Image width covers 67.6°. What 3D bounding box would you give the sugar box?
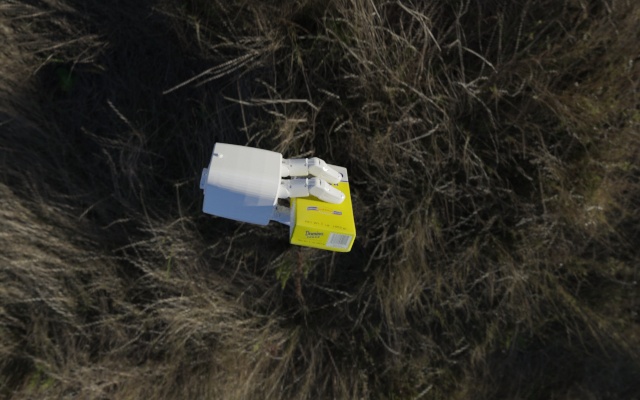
[{"bbox_3d":[0.000,0.002,0.761,0.093,0.048,0.176,11,39,-12],"label":"sugar box"}]
